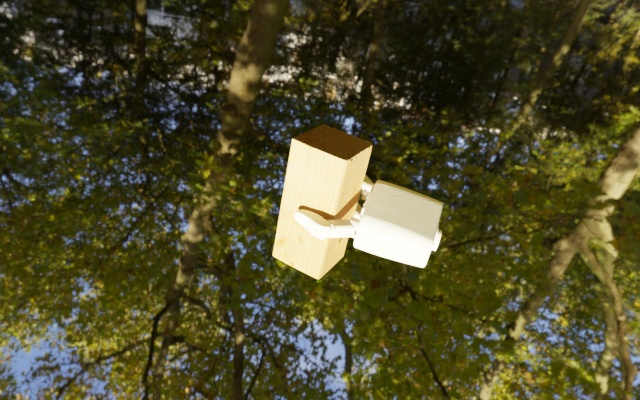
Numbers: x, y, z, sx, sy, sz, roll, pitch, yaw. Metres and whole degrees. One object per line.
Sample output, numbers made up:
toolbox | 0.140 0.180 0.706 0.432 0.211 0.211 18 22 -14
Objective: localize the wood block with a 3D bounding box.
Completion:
wood block | 0.000 0.003 0.729 0.090 0.206 0.090 25 32 21
